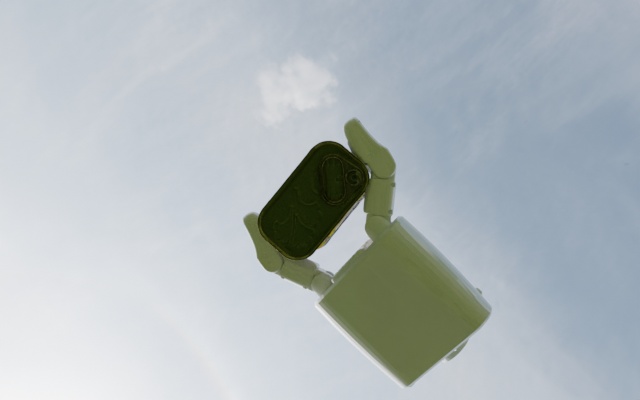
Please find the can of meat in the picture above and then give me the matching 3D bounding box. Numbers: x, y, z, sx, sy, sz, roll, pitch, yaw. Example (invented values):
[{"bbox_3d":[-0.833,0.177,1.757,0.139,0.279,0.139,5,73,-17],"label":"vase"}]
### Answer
[{"bbox_3d":[0.000,0.001,0.433,0.057,0.102,0.084,40,5,8],"label":"can of meat"}]
